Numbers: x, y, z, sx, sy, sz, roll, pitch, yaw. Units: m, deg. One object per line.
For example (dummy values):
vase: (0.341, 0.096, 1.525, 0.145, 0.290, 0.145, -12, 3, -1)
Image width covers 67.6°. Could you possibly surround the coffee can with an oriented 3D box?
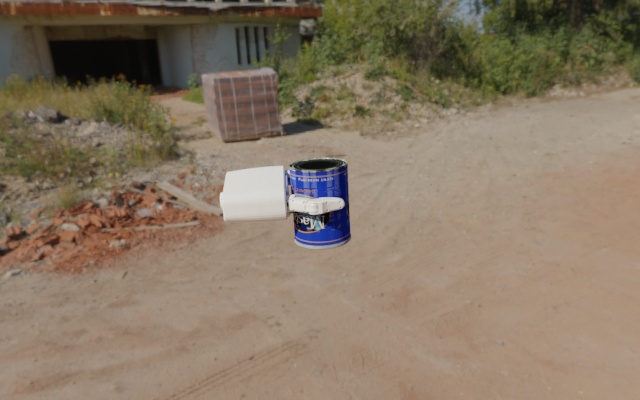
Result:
coffee can: (0.000, 0.003, 0.842, 0.103, 0.140, 0.102, -3, 17, 1)
